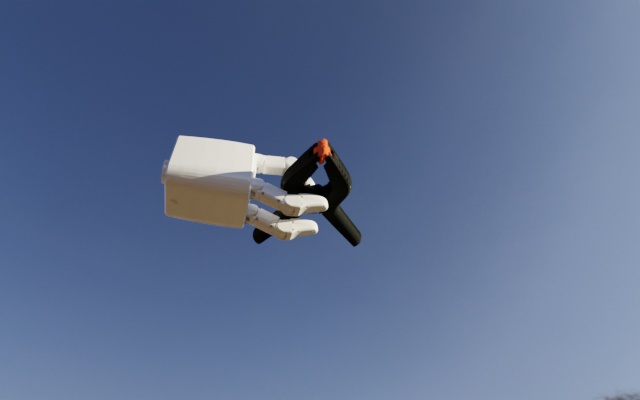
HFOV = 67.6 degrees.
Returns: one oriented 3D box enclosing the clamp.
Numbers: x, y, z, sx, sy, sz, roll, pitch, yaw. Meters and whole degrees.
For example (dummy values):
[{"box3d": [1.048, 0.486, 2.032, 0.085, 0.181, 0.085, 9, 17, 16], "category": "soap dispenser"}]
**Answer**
[{"box3d": [0.000, 0.001, 0.663, 0.164, 0.036, 0.210, 6, -40, -13], "category": "clamp"}]
